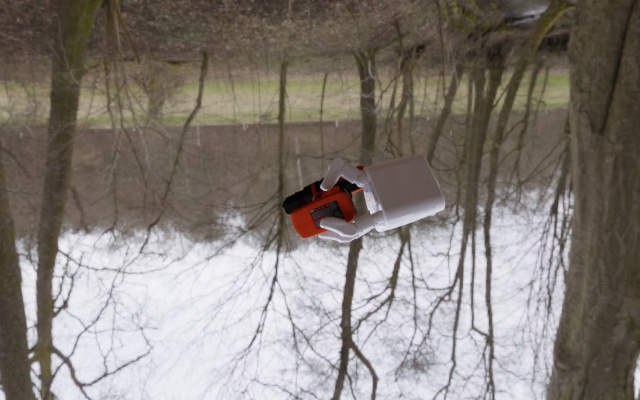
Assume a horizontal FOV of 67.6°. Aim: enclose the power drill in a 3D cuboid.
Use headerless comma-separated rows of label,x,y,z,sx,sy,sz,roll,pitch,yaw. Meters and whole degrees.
power drill,0.000,0.003,0.868,0.184,0.057,0.187,-24,14,14
